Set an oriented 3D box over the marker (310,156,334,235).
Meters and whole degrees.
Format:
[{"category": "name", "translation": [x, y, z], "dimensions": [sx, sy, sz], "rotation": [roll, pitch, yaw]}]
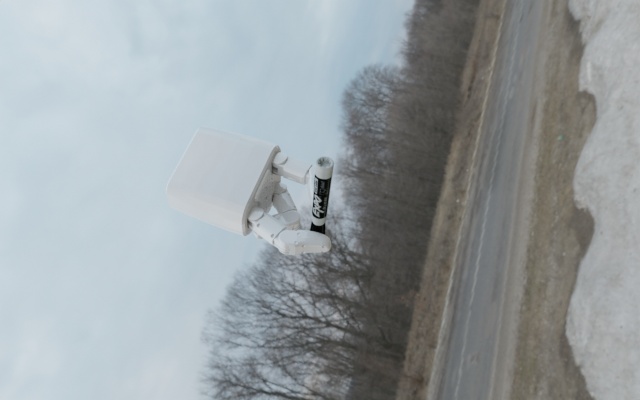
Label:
[{"category": "marker", "translation": [0.000, 0.002, 0.523], "dimensions": [0.020, 0.020, 0.121], "rotation": [0, -41, -5]}]
